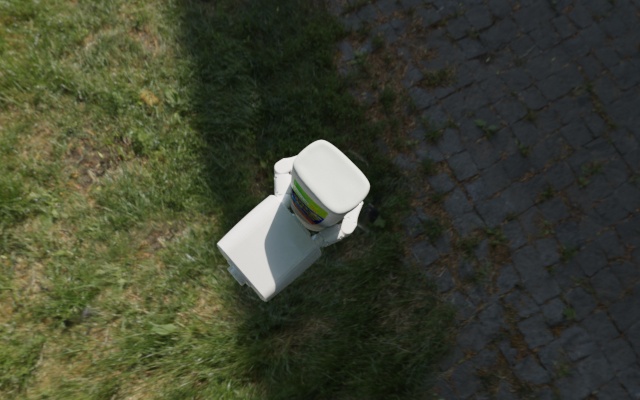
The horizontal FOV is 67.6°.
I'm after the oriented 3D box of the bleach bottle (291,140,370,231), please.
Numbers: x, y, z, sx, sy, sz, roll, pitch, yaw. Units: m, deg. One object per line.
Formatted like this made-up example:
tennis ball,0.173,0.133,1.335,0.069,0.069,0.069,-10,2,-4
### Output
bleach bottle,0.000,0.002,0.710,0.068,0.102,0.251,-41,-8,-15
